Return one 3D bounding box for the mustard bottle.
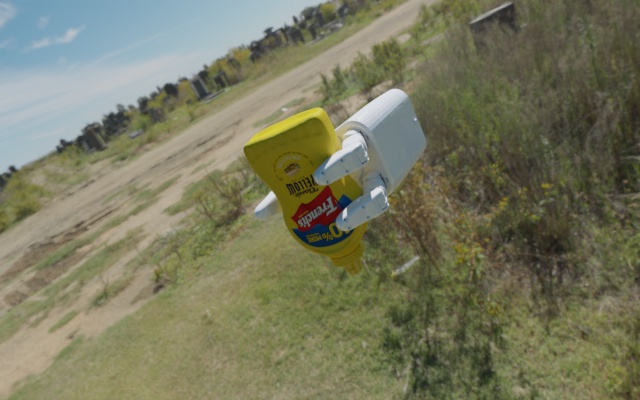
[{"bbox_3d":[0.000,0.002,0.528,0.096,0.192,0.058,-20,21,20],"label":"mustard bottle"}]
